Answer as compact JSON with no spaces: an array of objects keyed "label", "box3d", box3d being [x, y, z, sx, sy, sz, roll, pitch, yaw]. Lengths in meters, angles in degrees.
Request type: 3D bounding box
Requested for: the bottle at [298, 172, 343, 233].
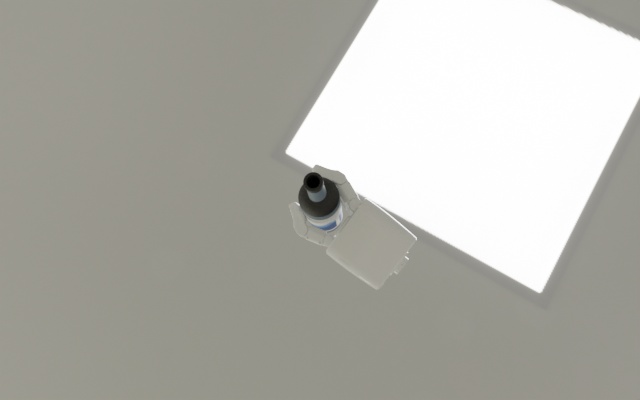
[{"label":"bottle","box3d":[0.000,0.003,0.791,0.069,0.069,0.296,0,-11,4]}]
